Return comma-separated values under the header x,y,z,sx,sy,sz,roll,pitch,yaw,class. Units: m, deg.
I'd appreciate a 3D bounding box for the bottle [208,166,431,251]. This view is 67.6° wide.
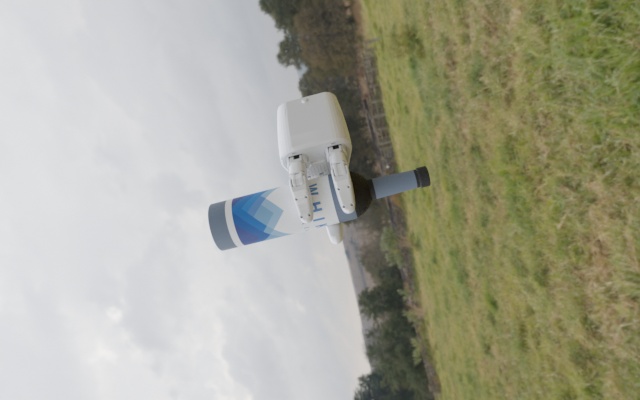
x,y,z,sx,sy,sz,roll,pitch,yaw,class
0.000,0.002,0.645,0.296,0.069,0.069,-14,-1,5,bottle
